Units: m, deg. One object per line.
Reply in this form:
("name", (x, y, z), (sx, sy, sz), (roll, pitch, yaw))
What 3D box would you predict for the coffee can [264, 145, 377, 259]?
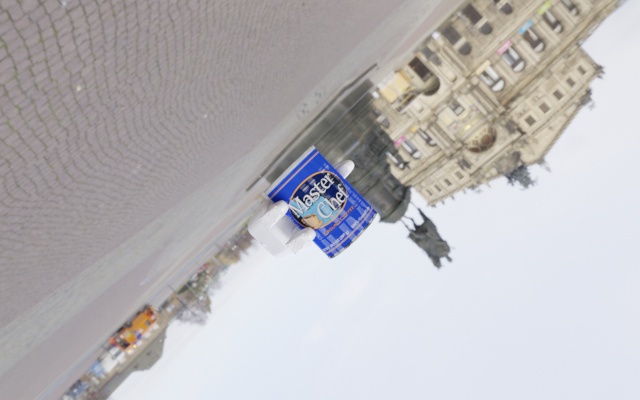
("coffee can", (0.000, 0.002, 0.715), (0.103, 0.140, 0.103), (-44, 4, 4))
